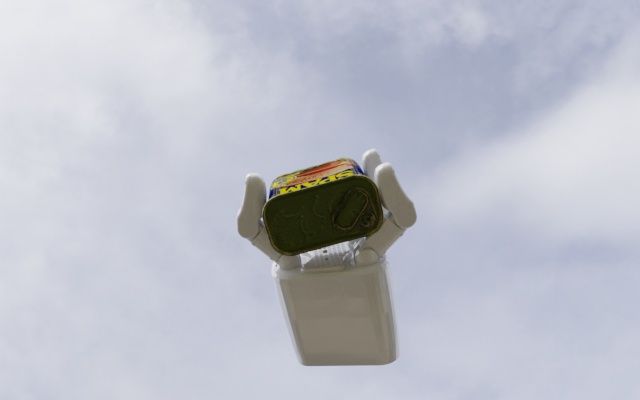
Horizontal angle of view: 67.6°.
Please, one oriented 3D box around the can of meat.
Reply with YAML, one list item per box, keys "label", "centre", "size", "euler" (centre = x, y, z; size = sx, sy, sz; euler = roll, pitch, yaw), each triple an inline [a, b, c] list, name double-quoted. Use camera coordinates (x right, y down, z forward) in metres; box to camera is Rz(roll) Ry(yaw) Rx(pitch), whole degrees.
- label: "can of meat"
  centre: [0.000, 0.001, 0.447]
  size: [0.102, 0.057, 0.084]
  euler: [-15, 18, 1]
